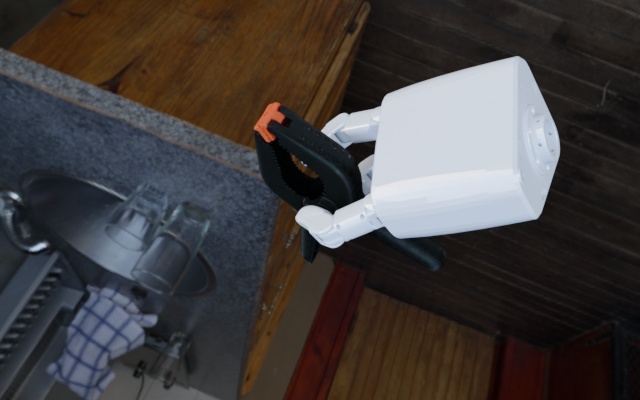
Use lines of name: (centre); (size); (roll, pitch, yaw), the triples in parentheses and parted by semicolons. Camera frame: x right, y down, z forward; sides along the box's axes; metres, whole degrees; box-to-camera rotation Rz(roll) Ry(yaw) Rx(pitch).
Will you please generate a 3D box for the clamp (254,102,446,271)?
clamp: (0.000, 0.002, 0.443); (0.164, 0.036, 0.210); (-10, -46, 41)
